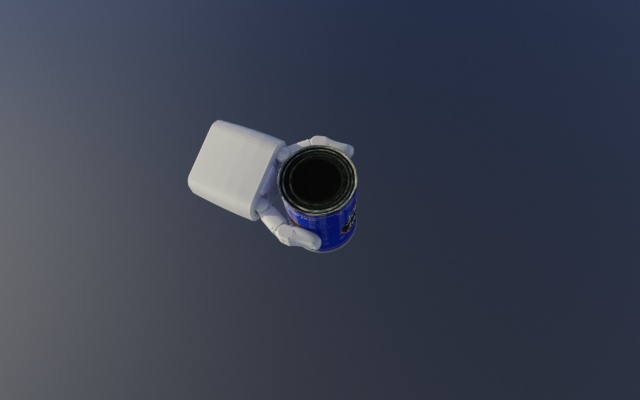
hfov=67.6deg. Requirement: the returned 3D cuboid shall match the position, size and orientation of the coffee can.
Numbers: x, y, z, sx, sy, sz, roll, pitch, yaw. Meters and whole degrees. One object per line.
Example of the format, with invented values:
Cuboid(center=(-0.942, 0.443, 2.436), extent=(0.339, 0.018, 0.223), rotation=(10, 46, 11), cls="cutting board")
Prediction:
Cuboid(center=(0.000, 0.002, 0.668), extent=(0.103, 0.102, 0.140), rotation=(0, -25, 4), cls="coffee can")
